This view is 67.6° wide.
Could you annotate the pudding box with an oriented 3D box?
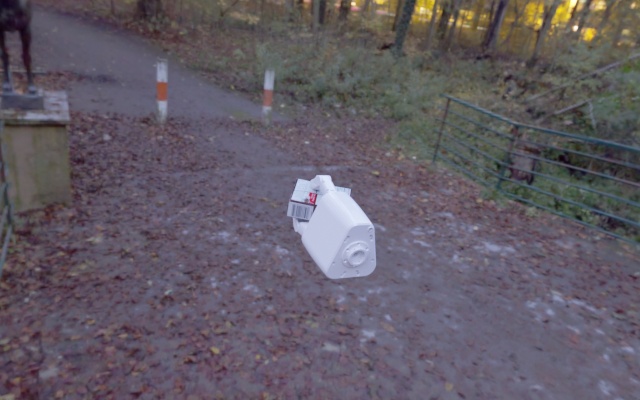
[{"bbox_3d":[0.000,0.003,0.892,0.113,0.039,0.090,12,29,1],"label":"pudding box"}]
